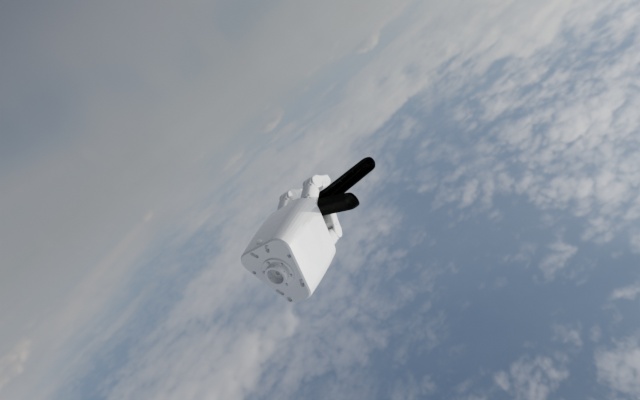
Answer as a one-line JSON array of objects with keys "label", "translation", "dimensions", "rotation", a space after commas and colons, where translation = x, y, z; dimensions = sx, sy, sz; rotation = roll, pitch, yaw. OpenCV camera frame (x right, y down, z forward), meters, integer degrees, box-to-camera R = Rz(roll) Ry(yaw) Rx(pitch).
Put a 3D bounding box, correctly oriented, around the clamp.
[{"label": "clamp", "translation": [0.000, 0.004, 0.795], "dimensions": [0.210, 0.036, 0.164], "rotation": [-28, 14, 33]}]
